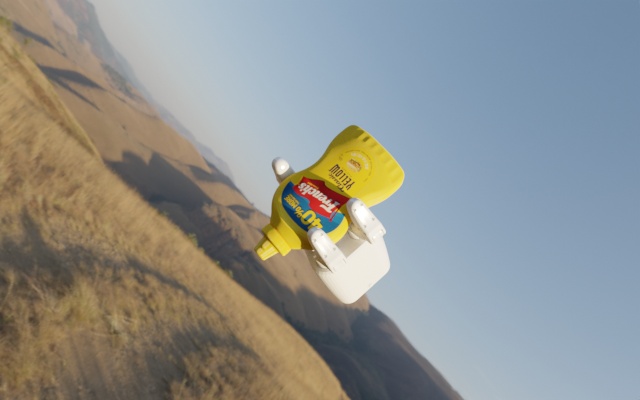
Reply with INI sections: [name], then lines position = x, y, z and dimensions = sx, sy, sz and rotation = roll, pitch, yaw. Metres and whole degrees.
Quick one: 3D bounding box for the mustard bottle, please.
[mustard bottle]
position = 0.000, 0.002, 0.567
dimensions = 0.191, 0.096, 0.058
rotation = -40, -14, -9
